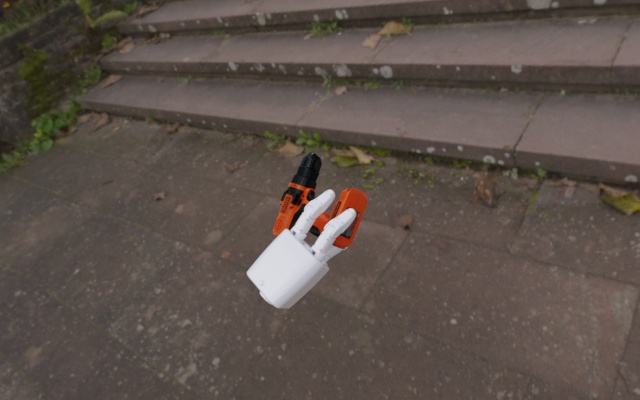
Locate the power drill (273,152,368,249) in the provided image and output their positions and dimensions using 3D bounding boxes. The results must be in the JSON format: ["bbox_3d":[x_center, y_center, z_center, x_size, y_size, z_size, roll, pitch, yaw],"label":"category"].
[{"bbox_3d":[0.000,0.003,0.894,0.057,0.184,0.187,24,-6,-39],"label":"power drill"}]
